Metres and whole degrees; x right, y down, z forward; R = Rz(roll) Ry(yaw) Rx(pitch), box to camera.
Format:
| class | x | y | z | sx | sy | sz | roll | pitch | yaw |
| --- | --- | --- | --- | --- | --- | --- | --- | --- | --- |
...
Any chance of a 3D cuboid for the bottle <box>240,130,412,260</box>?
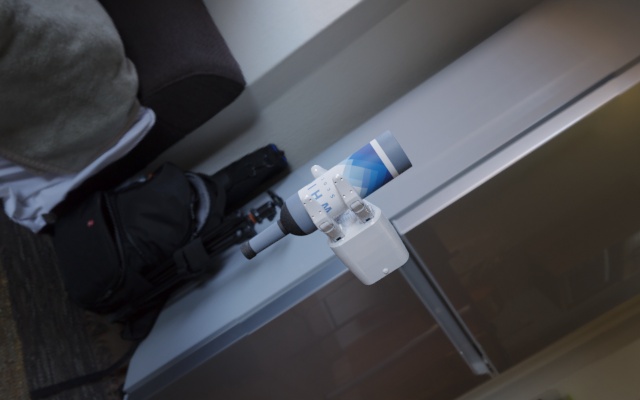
| class | x | y | z | sx | sy | sz | roll | pitch | yaw |
| --- | --- | --- | --- | --- | --- | --- | --- | --- | --- |
| bottle | 0.000 | 0.002 | 0.742 | 0.296 | 0.069 | 0.069 | -34 | -6 | 9 |
